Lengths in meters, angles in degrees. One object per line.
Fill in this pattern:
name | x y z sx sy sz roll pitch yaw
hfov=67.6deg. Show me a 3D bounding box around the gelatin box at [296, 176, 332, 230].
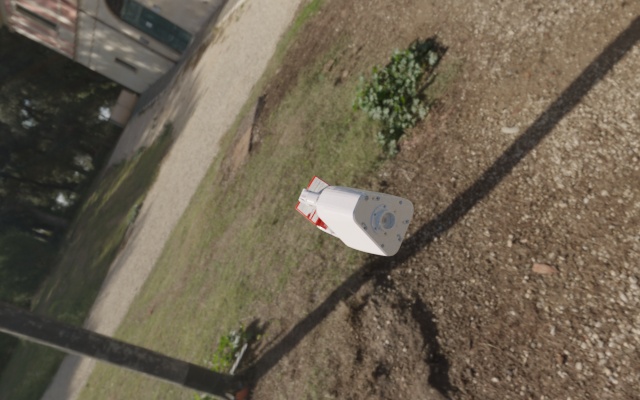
gelatin box | 0.000 0.003 0.864 0.030 0.073 0.089 28 5 -33
